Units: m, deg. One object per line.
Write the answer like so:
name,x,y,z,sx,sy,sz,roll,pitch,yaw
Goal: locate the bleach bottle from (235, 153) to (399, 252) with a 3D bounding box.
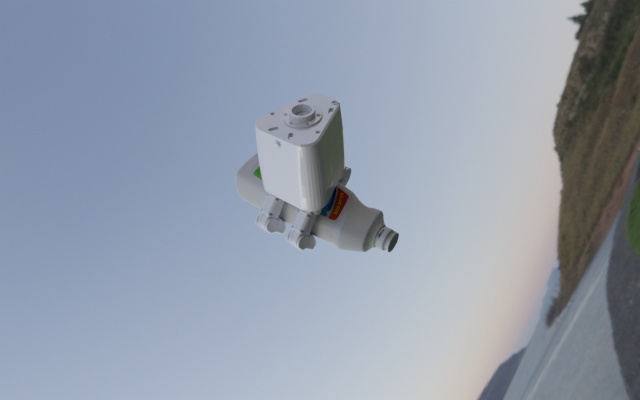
bleach bottle,0.000,0.002,0.685,0.250,0.068,0.102,26,51,27
